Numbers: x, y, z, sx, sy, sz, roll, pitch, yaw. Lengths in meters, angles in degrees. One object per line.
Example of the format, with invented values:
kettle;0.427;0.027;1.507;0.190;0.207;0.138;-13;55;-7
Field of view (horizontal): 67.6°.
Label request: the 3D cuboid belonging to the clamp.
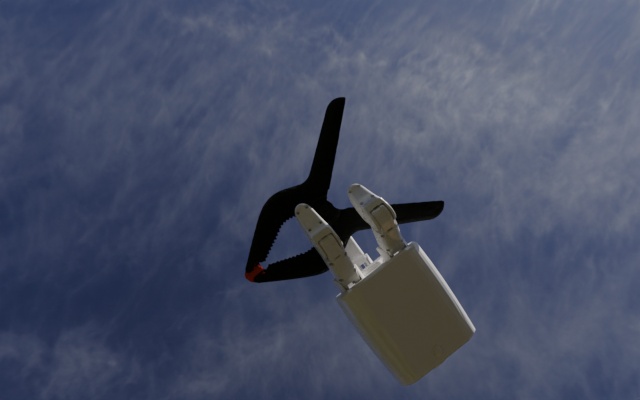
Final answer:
clamp;0.000;0.002;0.492;0.210;0.164;0.036;-35;-7;-9
